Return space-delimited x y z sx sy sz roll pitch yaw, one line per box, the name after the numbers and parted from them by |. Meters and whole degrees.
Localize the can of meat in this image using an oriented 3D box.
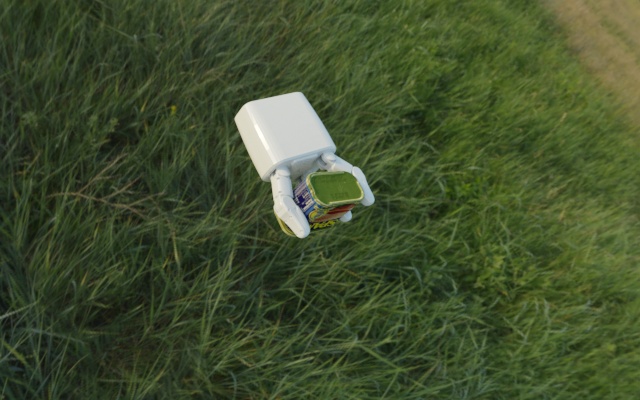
0.000 0.002 0.675 0.102 0.057 0.084 -8 -25 -44 | can of meat
